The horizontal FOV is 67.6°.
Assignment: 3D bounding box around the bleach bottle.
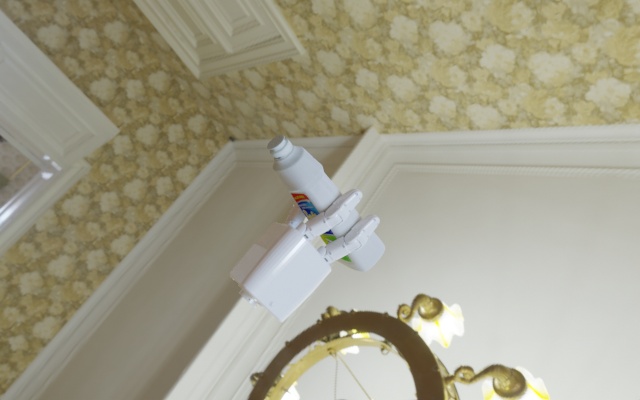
[{"bbox_3d":[0.000,0.002,0.714,0.102,0.068,0.251,23,-24,53],"label":"bleach bottle"}]
